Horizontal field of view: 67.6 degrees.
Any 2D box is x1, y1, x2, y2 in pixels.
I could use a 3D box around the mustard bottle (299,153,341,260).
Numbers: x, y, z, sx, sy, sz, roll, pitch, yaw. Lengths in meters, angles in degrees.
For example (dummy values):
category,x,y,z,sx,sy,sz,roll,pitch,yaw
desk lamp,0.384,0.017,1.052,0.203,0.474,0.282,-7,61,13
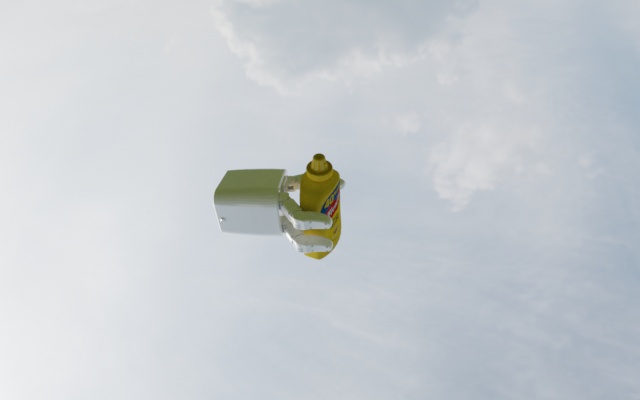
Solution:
category,x,y,z,sx,sy,sz,roll,pitch,yaw
mustard bottle,0.000,0.003,0.775,0.058,0.192,0.096,18,48,20
